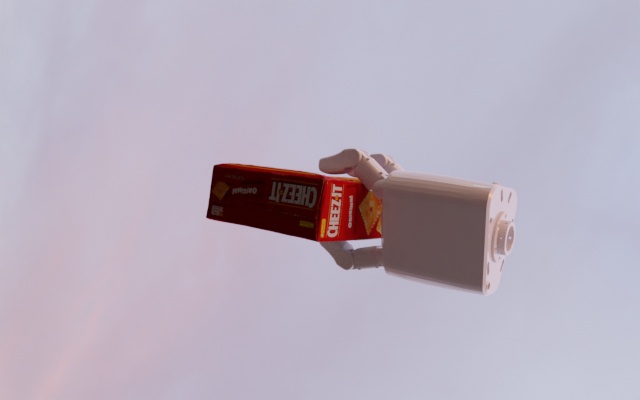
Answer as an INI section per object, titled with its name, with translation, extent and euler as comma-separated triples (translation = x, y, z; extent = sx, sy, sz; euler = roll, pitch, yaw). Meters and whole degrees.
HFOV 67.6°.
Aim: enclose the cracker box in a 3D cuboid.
[cracker box]
translation = 0.000, 0.002, 0.577
extent = 0.164, 0.072, 0.214
euler = 8, 2, 36
